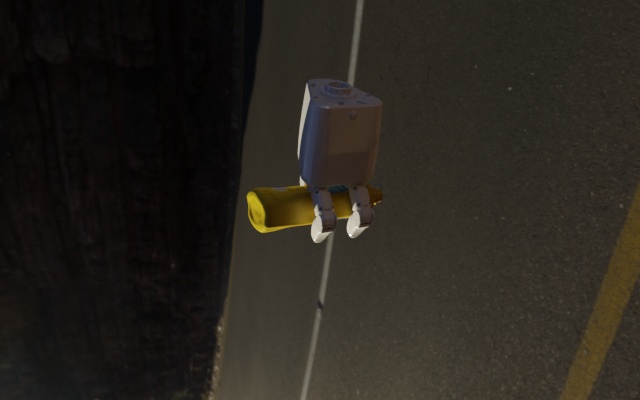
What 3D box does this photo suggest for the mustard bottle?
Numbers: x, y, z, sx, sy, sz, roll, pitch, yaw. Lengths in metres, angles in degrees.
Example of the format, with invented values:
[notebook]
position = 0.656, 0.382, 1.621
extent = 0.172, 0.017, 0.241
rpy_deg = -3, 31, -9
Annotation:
[mustard bottle]
position = 0.000, 0.003, 0.670
extent = 0.191, 0.058, 0.096
rpy_deg = -7, 9, -22
